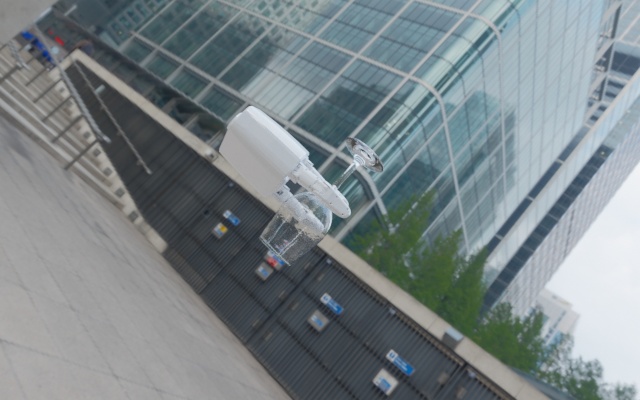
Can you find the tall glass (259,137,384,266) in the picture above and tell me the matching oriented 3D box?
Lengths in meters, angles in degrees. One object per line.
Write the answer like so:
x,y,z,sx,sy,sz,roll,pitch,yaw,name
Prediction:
0.001,0.002,0.701,0.079,0.201,0.079,40,-12,10,tall glass
